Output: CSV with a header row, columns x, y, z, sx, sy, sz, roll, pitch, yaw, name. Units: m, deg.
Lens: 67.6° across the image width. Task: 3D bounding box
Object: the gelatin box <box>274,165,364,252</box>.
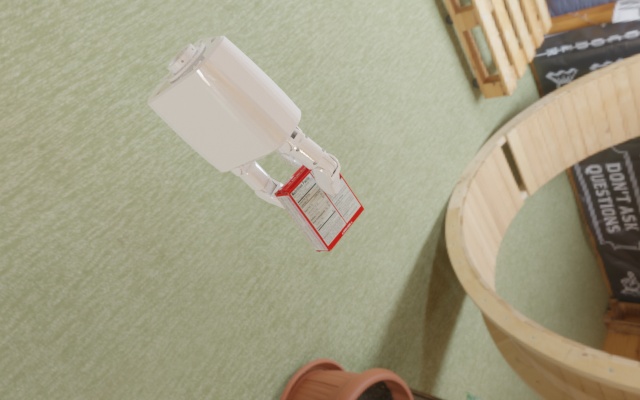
x,y,z,sx,sy,sz,roll,pitch,yaw,name
0.001,0.002,0.541,0.030,0.089,0.073,-7,36,52,gelatin box
